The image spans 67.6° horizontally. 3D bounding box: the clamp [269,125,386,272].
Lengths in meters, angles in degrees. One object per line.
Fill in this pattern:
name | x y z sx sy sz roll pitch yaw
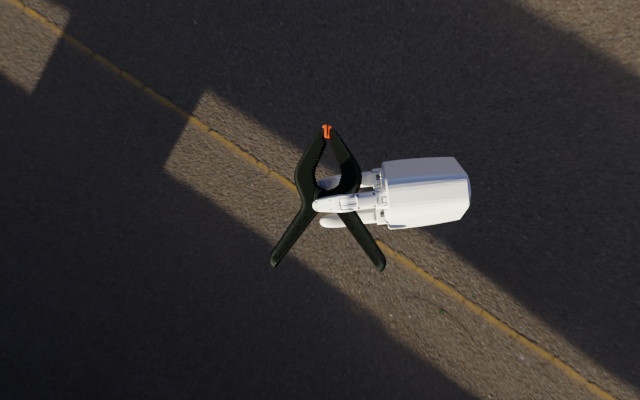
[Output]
clamp | 0.000 0.002 0.668 0.164 0.210 0.036 -6 1 8
